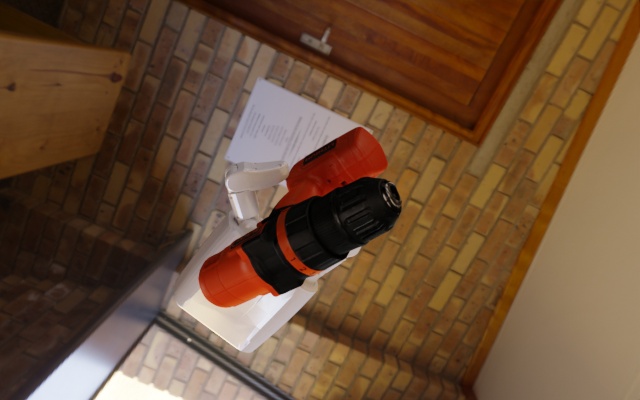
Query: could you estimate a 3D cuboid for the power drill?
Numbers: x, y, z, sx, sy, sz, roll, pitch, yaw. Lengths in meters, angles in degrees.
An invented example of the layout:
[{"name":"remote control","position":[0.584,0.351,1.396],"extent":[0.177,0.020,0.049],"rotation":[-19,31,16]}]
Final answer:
[{"name":"power drill","position":[0.000,0.001,0.406],"extent":[0.184,0.057,0.187],"rotation":[-27,14,31]}]
